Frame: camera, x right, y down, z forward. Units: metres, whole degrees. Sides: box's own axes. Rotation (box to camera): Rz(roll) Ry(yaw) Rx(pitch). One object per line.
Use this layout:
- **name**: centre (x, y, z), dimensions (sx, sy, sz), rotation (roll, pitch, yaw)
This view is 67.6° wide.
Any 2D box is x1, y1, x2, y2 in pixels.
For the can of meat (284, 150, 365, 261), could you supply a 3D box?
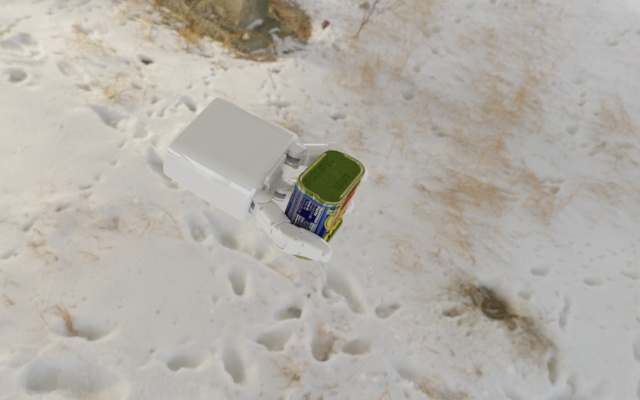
- **can of meat**: centre (0.000, 0.002, 0.524), dimensions (0.057, 0.084, 0.102), rotation (30, 38, 9)
